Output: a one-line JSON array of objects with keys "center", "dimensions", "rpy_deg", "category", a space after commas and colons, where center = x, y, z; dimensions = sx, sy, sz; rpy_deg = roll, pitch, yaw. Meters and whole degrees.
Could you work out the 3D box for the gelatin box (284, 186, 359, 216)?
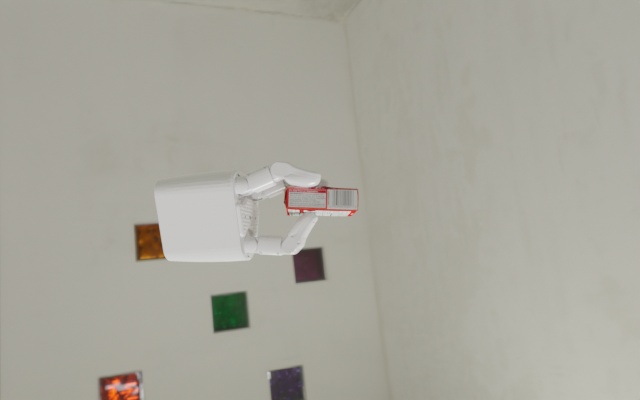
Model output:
[{"center": [0.000, 0.002, 0.601], "dimensions": [0.089, 0.030, 0.073], "rpy_deg": [2, -8, -2], "category": "gelatin box"}]
